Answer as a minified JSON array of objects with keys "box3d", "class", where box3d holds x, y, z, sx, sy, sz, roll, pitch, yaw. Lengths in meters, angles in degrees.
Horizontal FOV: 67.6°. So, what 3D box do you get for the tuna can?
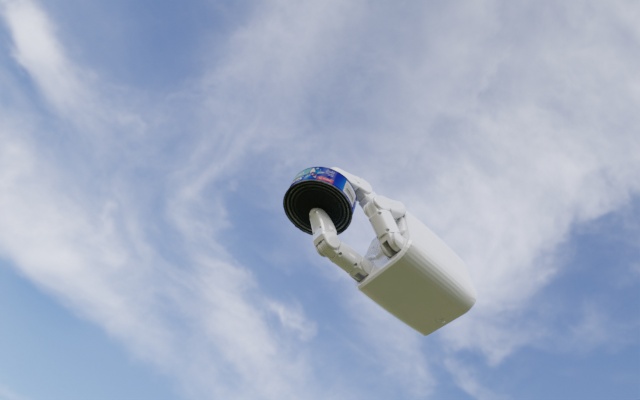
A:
[{"box3d":[0.000,0.002,0.580,0.086,0.086,0.033,0,37,18],"class":"tuna can"}]
